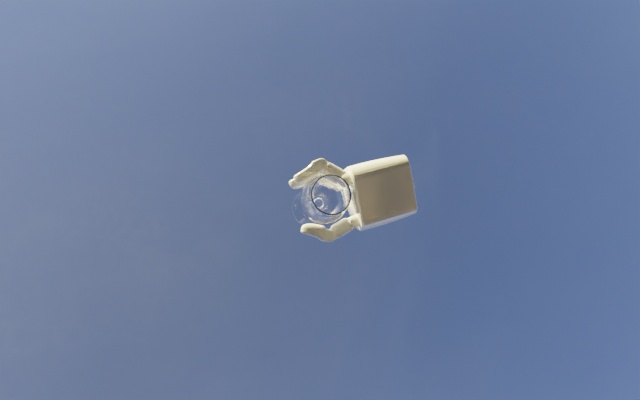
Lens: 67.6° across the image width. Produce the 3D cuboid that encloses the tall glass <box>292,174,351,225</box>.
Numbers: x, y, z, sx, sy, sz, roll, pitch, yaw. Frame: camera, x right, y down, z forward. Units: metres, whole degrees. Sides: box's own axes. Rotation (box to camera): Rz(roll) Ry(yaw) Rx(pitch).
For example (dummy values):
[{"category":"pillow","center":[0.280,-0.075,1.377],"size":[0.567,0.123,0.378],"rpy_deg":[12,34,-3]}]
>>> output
[{"category":"tall glass","center":[0.000,0.003,0.810],"size":[0.079,0.079,0.201],"rpy_deg":[0,-6,-9]}]
